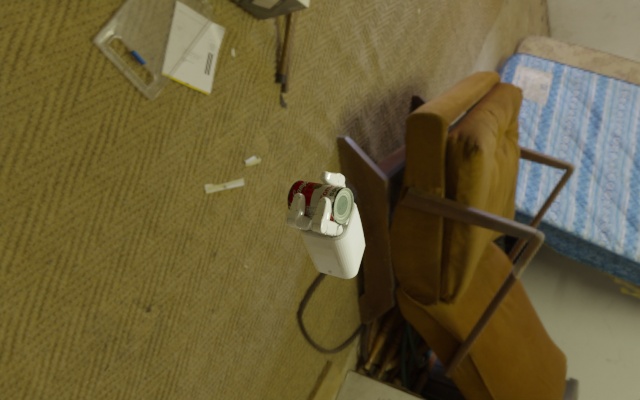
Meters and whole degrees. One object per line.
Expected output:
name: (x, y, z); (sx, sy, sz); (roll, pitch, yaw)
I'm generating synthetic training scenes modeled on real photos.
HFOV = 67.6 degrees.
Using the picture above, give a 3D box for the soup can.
soup can: (0.000, 0.002, 0.866); (0.102, 0.068, 0.068); (10, 6, 34)
